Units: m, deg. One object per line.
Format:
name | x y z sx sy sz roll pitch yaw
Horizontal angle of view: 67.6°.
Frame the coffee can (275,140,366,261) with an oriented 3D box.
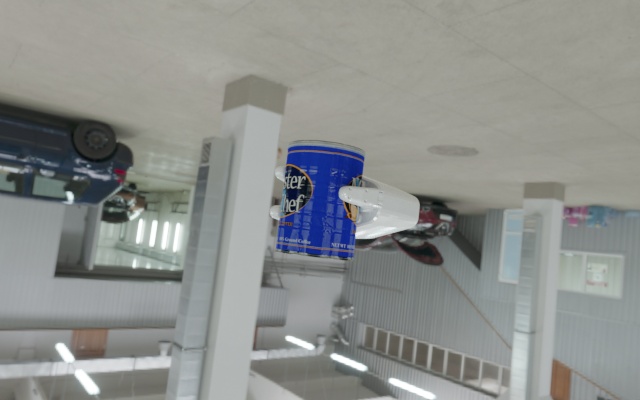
coffee can | 0.000 0.002 0.617 0.103 0.140 0.103 7 -5 1
